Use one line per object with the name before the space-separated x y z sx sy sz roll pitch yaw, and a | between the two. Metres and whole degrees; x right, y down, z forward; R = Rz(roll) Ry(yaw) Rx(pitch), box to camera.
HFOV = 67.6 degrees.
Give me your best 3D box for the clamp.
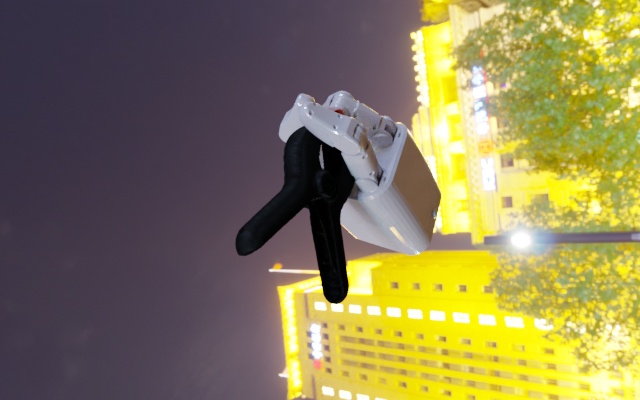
clamp | 0.000 0.001 0.415 0.039 0.171 0.120 -5 -40 38
